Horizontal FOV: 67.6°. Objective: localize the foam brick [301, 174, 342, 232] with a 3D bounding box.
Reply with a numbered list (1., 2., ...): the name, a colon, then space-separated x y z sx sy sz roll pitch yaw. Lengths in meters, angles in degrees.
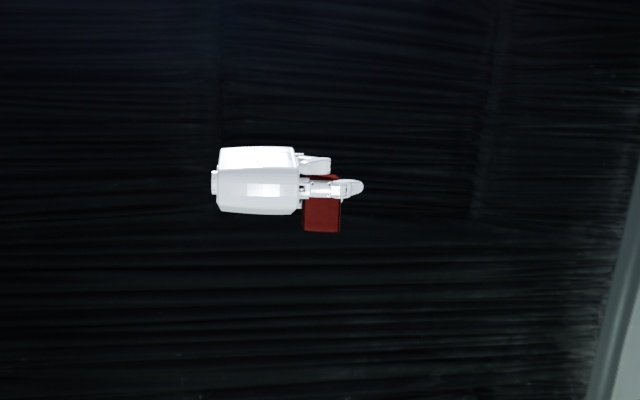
1. foam brick: 0.000 0.003 0.687 0.051 0.078 0.053 1 10 -8
